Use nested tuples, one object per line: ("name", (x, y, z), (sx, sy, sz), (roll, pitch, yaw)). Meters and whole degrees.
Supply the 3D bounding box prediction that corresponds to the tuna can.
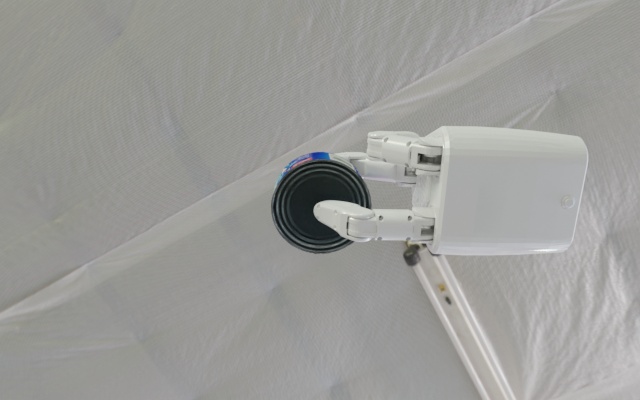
("tuna can", (0.000, 0.001, 0.421), (0.086, 0.086, 0.033), (0, 19, -3))
